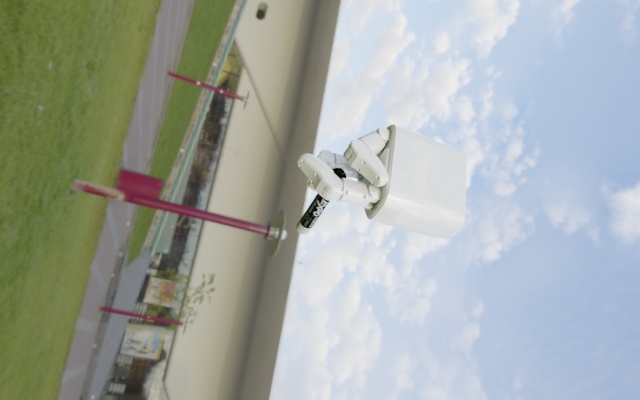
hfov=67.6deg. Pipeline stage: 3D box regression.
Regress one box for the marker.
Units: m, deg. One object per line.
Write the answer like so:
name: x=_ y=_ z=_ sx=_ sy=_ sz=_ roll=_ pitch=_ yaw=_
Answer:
marker: x=0.000 y=0.002 z=0.574 sx=0.020 sy=0.020 sz=0.121 roll=0 pitch=-35 yaw=-28
